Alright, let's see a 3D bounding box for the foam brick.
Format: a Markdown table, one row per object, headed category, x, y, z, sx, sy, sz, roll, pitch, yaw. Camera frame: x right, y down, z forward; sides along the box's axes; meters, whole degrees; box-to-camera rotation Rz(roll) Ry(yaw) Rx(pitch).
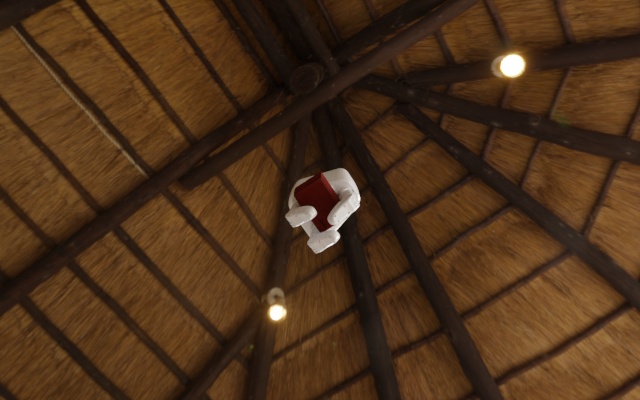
| category | x | y | z | sx | sy | sz | roll | pitch | yaw |
| --- | --- | --- | --- | --- | --- | --- | --- | --- | --- |
| foam brick | 0.000 | 0.002 | 0.756 | 0.053 | 0.078 | 0.051 | -32 | 14 | 8 |
